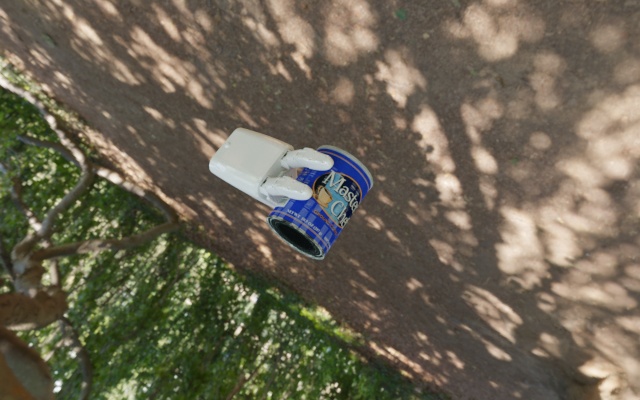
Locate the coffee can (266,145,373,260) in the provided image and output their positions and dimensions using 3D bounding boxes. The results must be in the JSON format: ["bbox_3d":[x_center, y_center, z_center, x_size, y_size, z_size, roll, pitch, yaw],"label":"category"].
[{"bbox_3d":[0.000,0.002,0.717,0.103,0.140,0.103,31,-21,13],"label":"coffee can"}]
